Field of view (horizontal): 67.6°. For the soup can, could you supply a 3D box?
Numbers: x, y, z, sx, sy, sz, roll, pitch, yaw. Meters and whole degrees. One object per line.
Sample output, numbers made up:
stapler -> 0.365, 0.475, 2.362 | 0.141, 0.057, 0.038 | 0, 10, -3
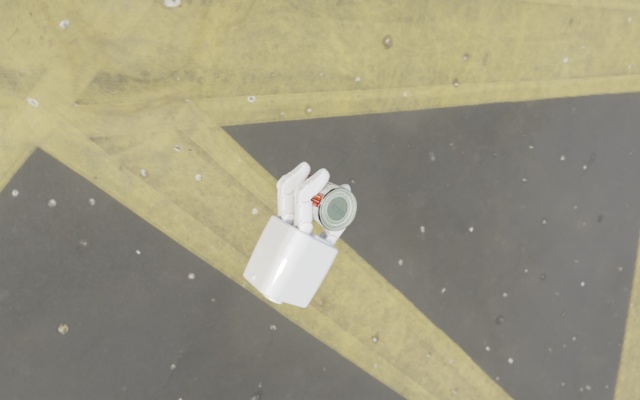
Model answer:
soup can -> 0.001, 0.002, 0.733 | 0.068, 0.068, 0.102 | 0, 13, -32
